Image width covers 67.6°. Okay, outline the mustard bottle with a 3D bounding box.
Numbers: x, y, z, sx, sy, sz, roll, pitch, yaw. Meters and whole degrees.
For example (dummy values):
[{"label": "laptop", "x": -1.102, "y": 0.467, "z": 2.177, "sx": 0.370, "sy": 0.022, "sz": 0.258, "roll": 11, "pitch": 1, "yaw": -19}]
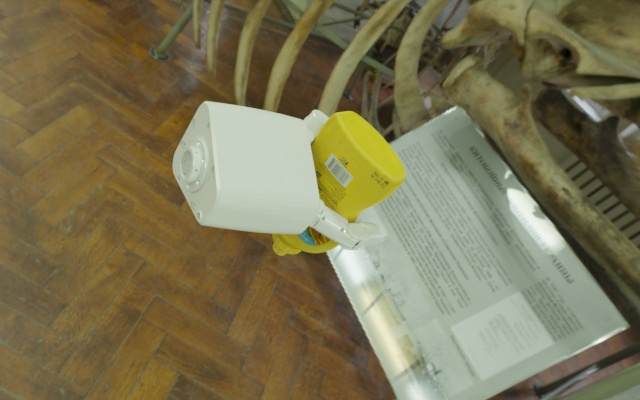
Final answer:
[{"label": "mustard bottle", "x": 0.000, "y": 0.002, "z": 0.521, "sx": 0.058, "sy": 0.096, "sz": 0.192, "roll": -23, "pitch": -21, "yaw": -52}]
